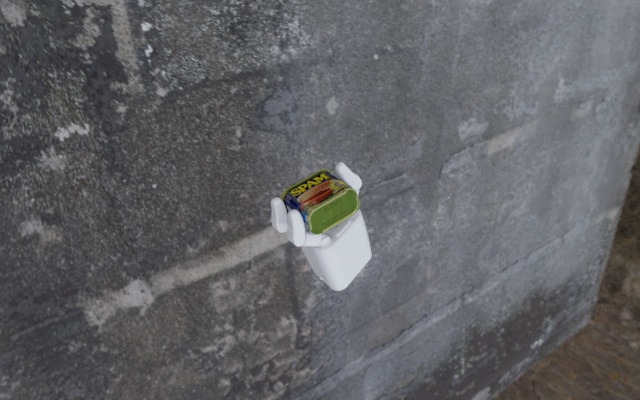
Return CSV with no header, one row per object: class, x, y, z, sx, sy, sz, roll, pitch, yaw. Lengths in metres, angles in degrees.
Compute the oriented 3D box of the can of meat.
can of meat,0.000,0.003,0.774,0.102,0.057,0.084,-30,37,-19
